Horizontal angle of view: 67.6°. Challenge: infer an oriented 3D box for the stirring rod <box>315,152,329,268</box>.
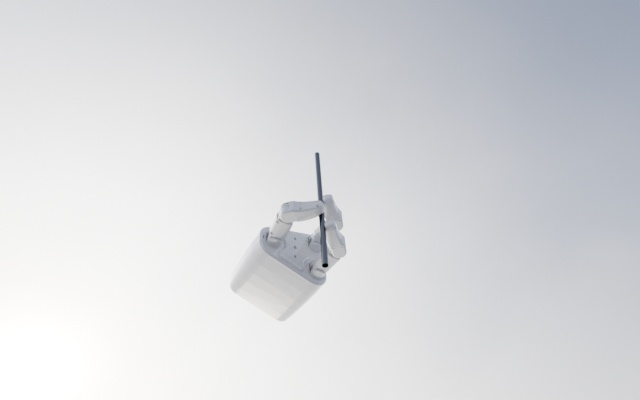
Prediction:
[{"bbox_3d":[0.000,0.002,0.662,0.011,0.011,0.239,0,39,-3],"label":"stirring rod"}]
